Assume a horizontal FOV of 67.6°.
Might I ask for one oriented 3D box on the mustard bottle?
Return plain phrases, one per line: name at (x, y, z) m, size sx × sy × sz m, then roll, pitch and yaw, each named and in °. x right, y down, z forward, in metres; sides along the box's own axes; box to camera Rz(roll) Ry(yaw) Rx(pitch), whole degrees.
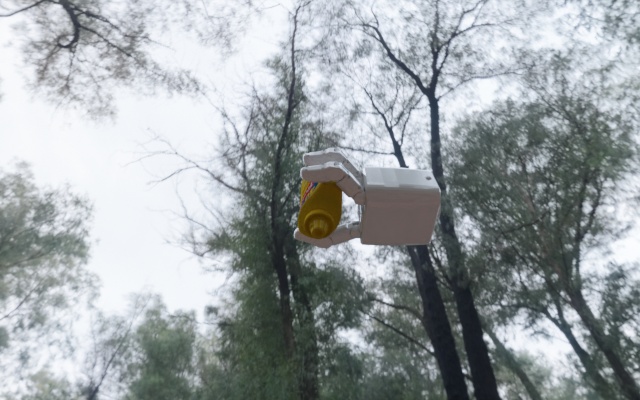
mustard bottle at (0.000, 0.002, 0.709) m, size 0.058 × 0.096 × 0.191 m, roll 24°, pitch 24°, yaw -10°
